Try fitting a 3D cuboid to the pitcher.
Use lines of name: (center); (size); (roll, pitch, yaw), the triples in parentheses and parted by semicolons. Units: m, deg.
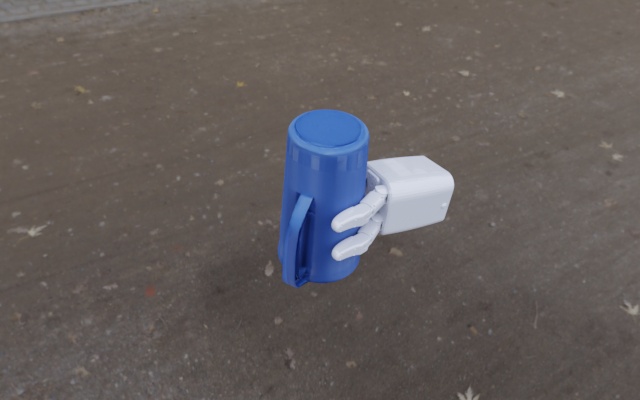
pitcher: (0.000, 0.002, 0.691); (0.145, 0.243, 0.149); (-10, 42, -15)
